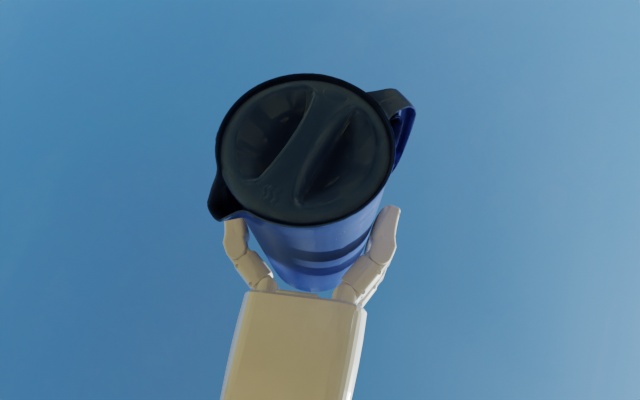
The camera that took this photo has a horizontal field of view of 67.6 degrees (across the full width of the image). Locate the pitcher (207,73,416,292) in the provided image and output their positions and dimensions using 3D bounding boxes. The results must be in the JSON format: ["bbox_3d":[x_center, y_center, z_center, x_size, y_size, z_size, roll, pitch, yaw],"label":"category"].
[{"bbox_3d":[0.000,0.002,0.455,0.149,0.145,0.243,8,-24,5],"label":"pitcher"}]
